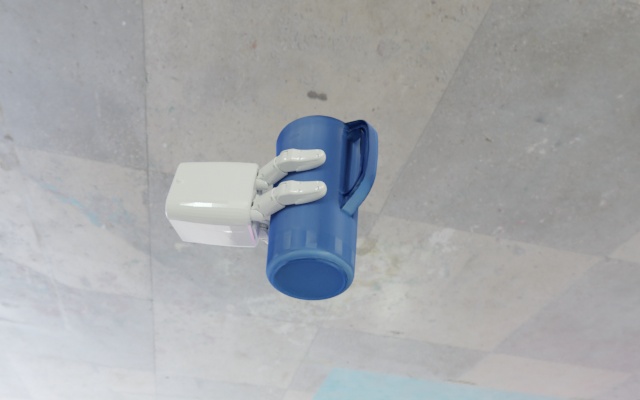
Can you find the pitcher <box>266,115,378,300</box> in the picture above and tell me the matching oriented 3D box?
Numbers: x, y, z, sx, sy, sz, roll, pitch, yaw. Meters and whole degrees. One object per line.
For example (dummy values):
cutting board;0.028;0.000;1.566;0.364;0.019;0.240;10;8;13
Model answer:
pitcher;0.000;0.002;0.645;0.145;0.242;0.149;3;-42;0
